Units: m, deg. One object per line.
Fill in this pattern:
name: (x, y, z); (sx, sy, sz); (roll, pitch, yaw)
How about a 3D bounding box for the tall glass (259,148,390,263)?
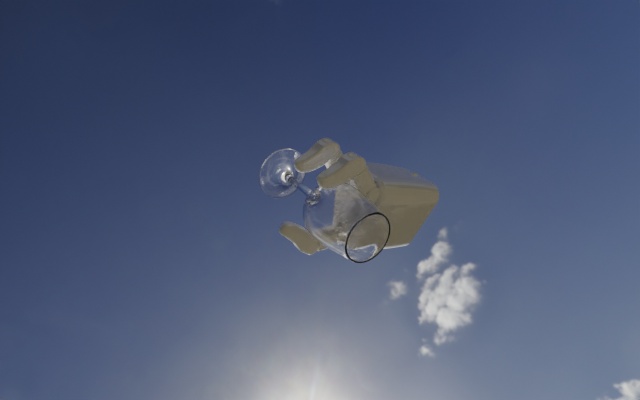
tall glass: (0.000, 0.002, 0.594); (0.079, 0.079, 0.201); (0, 24, -35)
